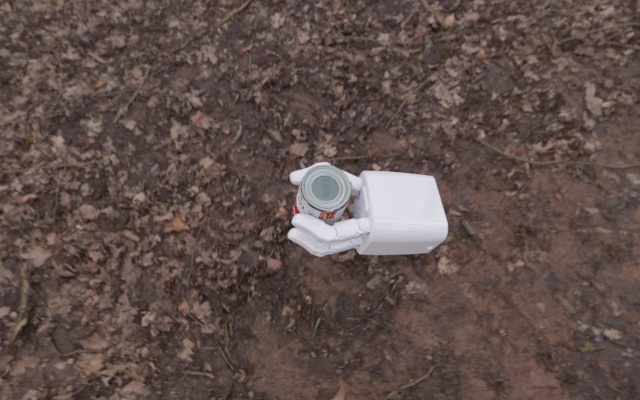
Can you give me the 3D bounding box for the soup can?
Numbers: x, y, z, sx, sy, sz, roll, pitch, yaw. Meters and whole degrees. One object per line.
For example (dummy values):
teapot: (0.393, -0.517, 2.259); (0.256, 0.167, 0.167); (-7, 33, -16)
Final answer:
soup can: (0.000, 0.002, 0.651); (0.068, 0.068, 0.102); (0, -22, -10)
